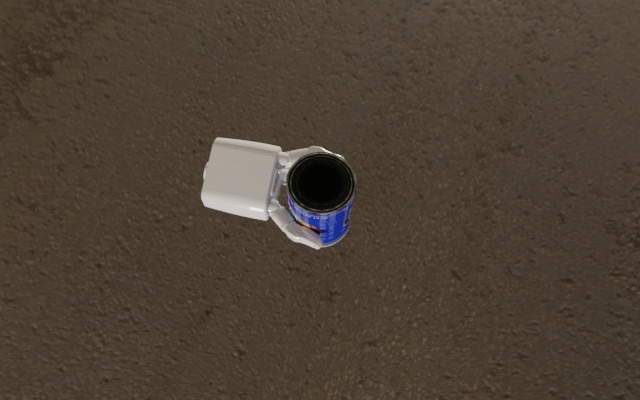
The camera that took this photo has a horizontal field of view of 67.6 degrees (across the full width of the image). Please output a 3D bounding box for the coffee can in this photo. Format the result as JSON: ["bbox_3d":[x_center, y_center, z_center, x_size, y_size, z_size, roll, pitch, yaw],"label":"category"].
[{"bbox_3d":[0.000,0.003,0.751,0.103,0.102,0.140,0,-25,-1],"label":"coffee can"}]
